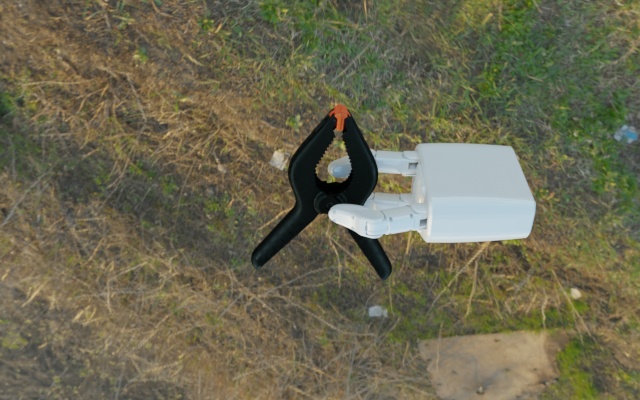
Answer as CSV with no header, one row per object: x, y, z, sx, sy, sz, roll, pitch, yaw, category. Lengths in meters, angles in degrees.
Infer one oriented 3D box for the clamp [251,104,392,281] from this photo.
0.000,0.002,0.517,0.164,0.210,0.036,-1,30,0,clamp
